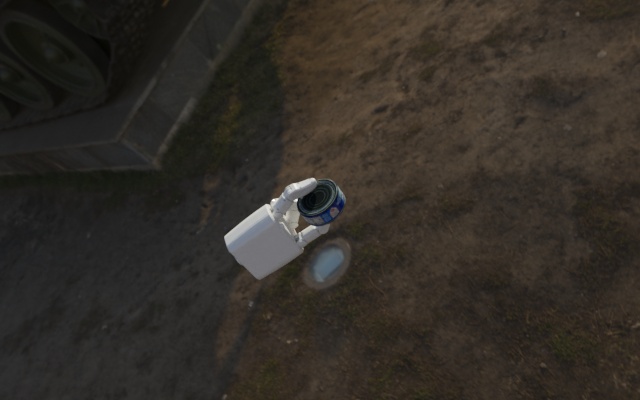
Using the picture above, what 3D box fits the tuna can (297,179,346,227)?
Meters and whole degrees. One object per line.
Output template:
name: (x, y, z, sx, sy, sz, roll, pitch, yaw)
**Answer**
tuna can: (0.000, 0.002, 0.869, 0.086, 0.086, 0.034, 0, -36, 34)
